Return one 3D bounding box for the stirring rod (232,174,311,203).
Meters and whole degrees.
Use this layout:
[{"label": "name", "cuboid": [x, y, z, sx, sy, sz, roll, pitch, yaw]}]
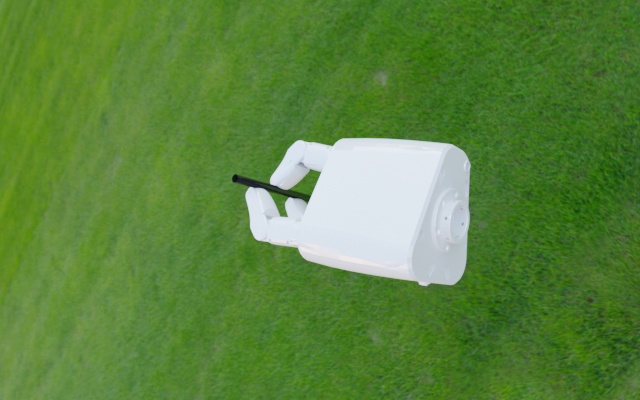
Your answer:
[{"label": "stirring rod", "cuboid": [0.000, 0.002, 0.520, 0.011, 0.011, 0.239, 0, -10, 41]}]
